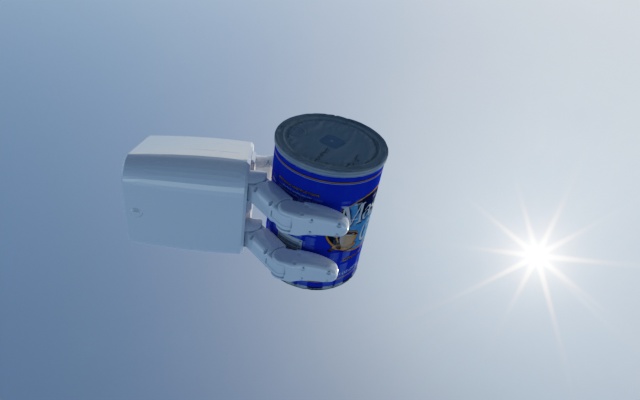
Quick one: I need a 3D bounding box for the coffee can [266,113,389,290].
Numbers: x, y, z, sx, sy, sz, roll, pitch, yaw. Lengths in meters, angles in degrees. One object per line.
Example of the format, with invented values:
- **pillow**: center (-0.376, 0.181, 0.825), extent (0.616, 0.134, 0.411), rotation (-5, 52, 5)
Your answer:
- **coffee can**: center (0.000, 0.001, 0.464), extent (0.103, 0.140, 0.102), rotation (7, 36, -5)
